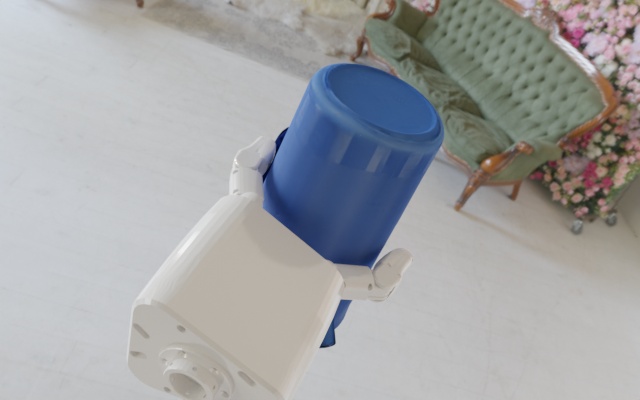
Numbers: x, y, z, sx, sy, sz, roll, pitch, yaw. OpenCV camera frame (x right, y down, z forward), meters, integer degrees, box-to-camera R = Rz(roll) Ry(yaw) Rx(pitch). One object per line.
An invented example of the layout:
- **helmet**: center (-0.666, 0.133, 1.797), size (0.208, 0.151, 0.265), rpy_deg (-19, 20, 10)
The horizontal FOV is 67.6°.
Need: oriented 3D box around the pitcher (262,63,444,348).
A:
- **pitcher**: center (0.000, 0.002, 0.429), size (0.149, 0.243, 0.145), rpy_deg (28, 39, 3)
